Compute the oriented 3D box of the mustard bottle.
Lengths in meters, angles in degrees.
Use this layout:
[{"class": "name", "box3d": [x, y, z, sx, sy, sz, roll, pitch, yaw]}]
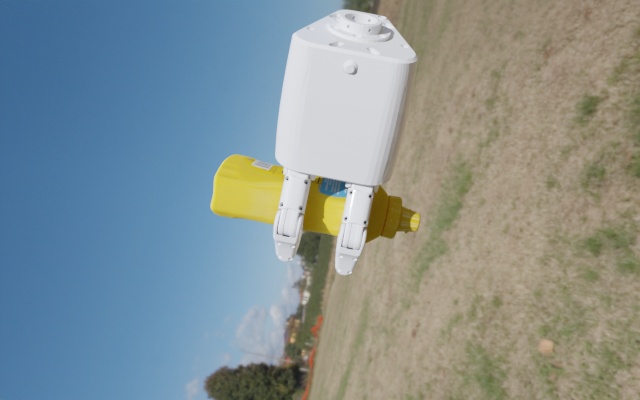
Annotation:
[{"class": "mustard bottle", "box3d": [0.000, 0.002, 0.460, 0.191, 0.058, 0.096, 11, 12, 2]}]
